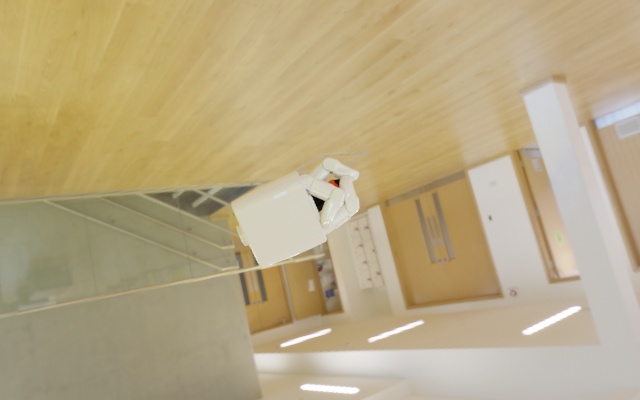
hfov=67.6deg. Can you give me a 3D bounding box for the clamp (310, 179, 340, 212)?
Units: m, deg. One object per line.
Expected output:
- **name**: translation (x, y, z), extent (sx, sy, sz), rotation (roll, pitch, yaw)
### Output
- **clamp**: translation (0.001, 0.003, 0.804), extent (0.120, 0.039, 0.171), rotation (-36, -8, -4)
